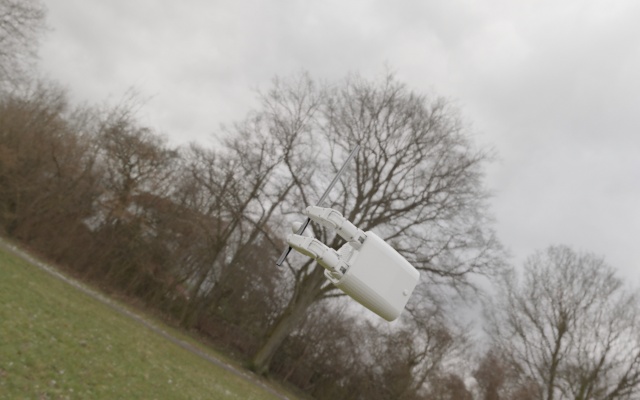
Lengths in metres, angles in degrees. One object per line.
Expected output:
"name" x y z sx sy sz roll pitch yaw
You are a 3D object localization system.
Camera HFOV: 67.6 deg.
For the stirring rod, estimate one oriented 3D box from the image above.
"stirring rod" 0.000 0.003 0.746 0.011 0.239 0.011 29 -23 13
